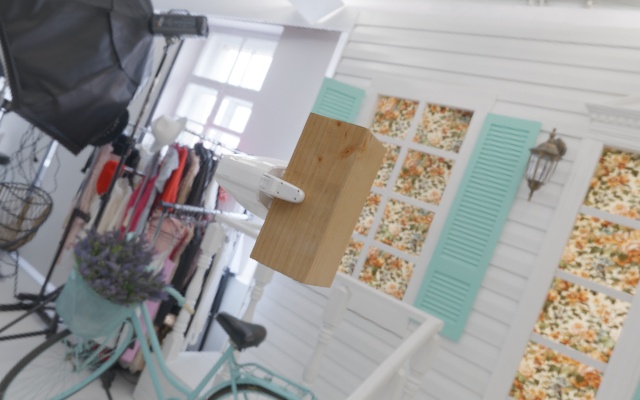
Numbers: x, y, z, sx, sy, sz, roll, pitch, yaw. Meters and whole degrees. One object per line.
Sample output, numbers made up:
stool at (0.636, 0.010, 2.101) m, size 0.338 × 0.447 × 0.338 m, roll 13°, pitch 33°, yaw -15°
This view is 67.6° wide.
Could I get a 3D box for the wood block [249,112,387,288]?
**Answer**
wood block at (0.000, 0.002, 0.636) m, size 0.090 × 0.206 × 0.091 m, roll 21°, pitch -3°, yaw 28°
